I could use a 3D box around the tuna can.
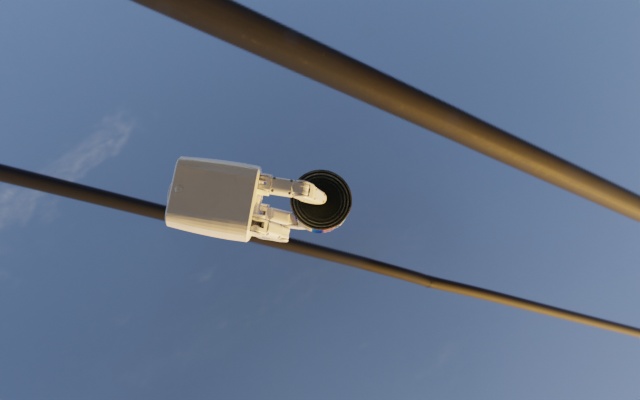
[{"bbox_3d":[0.000,0.002,0.671,0.086,0.086,0.034,0,-14,-3],"label":"tuna can"}]
